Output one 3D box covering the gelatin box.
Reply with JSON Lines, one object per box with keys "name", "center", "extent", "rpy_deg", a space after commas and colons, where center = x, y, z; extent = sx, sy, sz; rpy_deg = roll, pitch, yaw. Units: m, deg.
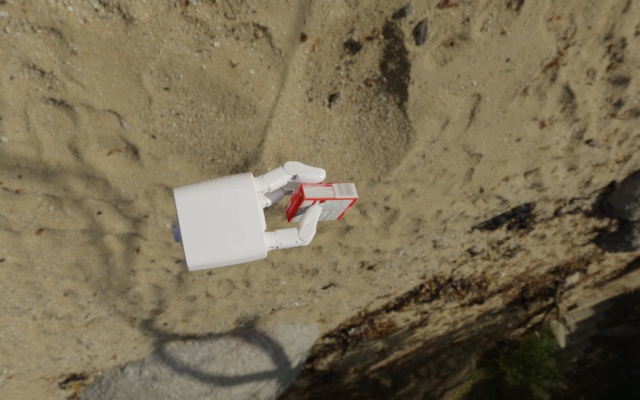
{"name": "gelatin box", "center": [0.001, 0.003, 0.703], "extent": [0.089, 0.030, 0.073], "rpy_deg": [-1, -27, -24]}
